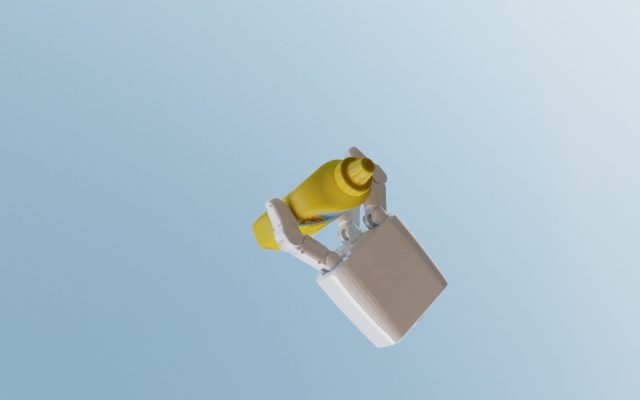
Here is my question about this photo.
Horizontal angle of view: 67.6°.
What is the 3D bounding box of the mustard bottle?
[{"bbox_3d":[0.000,0.002,0.548,0.096,0.058,0.192,-14,-14,-36],"label":"mustard bottle"}]
